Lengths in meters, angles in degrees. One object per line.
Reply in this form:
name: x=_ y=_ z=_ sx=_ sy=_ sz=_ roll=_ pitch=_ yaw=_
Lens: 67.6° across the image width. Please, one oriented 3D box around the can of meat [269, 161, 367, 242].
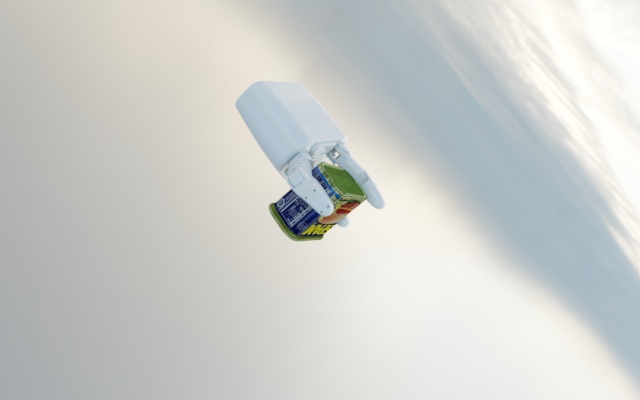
can of meat: x=0.000 y=0.002 z=0.582 sx=0.084 sy=0.057 sz=0.102 roll=-41 pitch=-18 yaw=17
